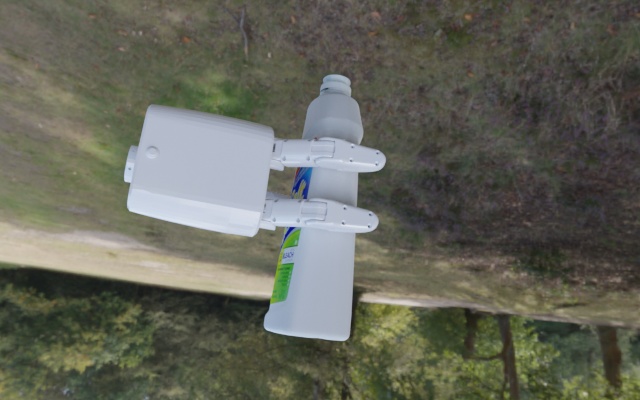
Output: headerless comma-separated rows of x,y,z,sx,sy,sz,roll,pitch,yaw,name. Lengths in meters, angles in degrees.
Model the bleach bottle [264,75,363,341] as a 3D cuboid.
0.000,0.002,0.461,0.068,0.250,0.102,11,-15,-16,bleach bottle
